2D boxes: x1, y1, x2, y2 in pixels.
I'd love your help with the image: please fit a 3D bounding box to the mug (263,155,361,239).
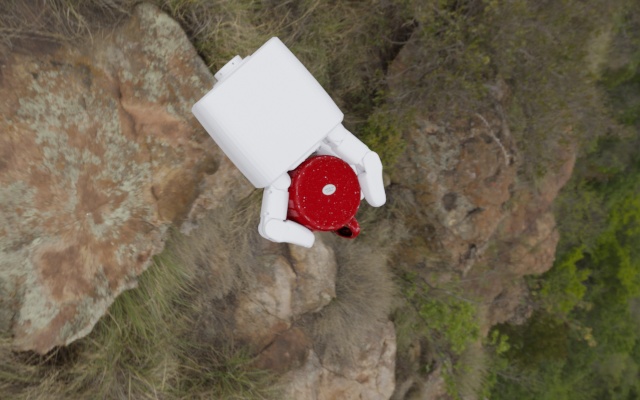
[{"bbox_3d":[0.001,0.003,0.538,0.093,0.117,0.081,-48,17,-19],"label":"mug"}]
